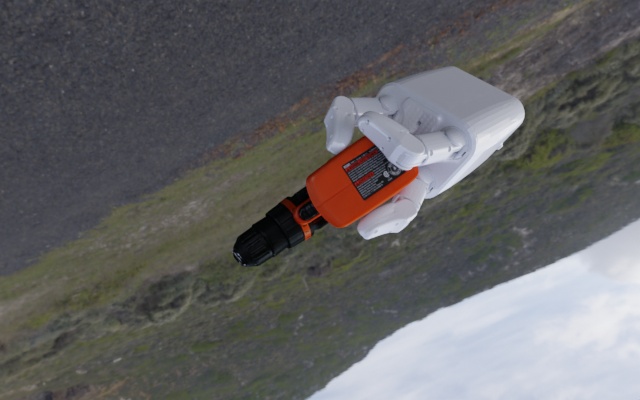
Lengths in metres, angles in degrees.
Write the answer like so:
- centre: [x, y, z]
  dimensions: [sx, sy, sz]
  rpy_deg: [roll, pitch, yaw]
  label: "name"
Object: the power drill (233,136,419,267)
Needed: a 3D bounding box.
- centre: [0.000, 0.001, 0.480]
  dimensions: [0.184, 0.057, 0.188]
  rpy_deg: [-36, 3, -20]
  label: "power drill"
